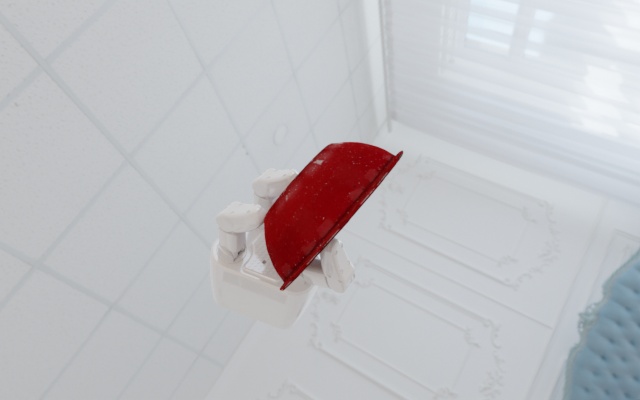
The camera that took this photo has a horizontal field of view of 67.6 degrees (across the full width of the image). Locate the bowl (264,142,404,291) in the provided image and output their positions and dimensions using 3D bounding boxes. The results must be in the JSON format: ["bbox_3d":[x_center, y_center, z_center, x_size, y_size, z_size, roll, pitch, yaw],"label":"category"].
[{"bbox_3d":[0.000,0.000,0.423,0.055,0.162,0.162,42,1,1],"label":"bowl"}]
